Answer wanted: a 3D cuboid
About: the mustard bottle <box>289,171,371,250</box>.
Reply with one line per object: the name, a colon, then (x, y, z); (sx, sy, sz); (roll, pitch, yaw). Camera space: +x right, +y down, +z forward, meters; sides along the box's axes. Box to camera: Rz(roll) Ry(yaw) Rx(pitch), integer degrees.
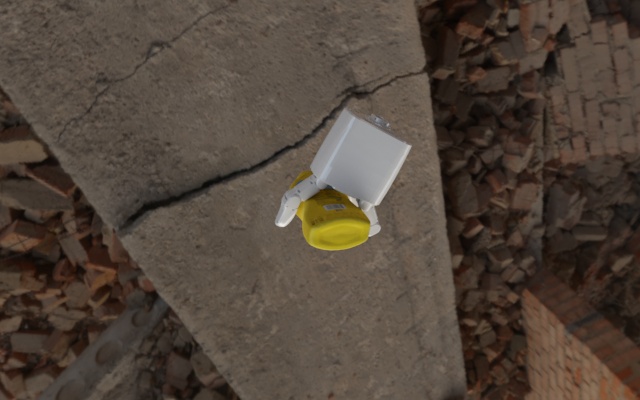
mustard bottle: (0.000, 0.003, 0.755); (0.096, 0.058, 0.191); (-5, 31, -18)
